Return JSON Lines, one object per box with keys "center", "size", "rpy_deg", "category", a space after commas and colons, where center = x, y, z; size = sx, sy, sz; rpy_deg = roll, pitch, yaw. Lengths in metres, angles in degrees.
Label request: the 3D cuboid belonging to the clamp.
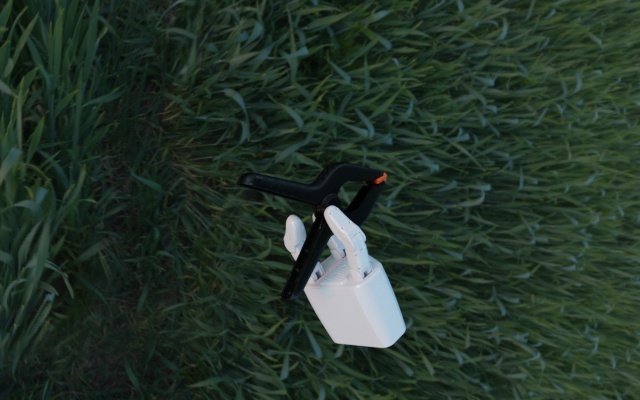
{"center": [0.001, 0.002, 0.599], "size": [0.210, 0.165, 0.036], "rpy_deg": [-36, 23, -29], "category": "clamp"}
